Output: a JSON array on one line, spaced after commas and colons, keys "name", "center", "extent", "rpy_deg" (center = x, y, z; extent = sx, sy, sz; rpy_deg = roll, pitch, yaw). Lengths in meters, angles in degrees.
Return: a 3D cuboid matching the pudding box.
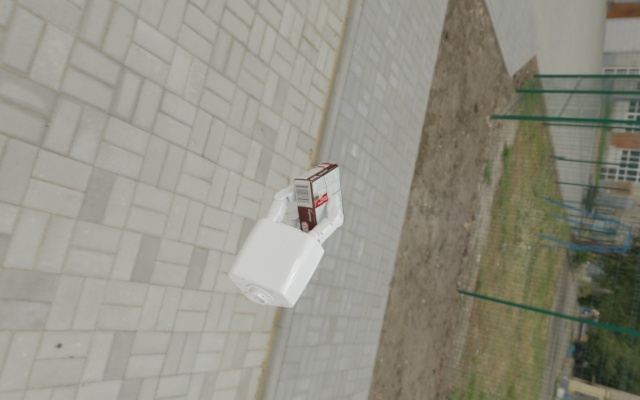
[{"name": "pudding box", "center": [0.000, 0.003, 0.814], "extent": [0.039, 0.113, 0.090], "rpy_deg": [9, 26, 31]}]
